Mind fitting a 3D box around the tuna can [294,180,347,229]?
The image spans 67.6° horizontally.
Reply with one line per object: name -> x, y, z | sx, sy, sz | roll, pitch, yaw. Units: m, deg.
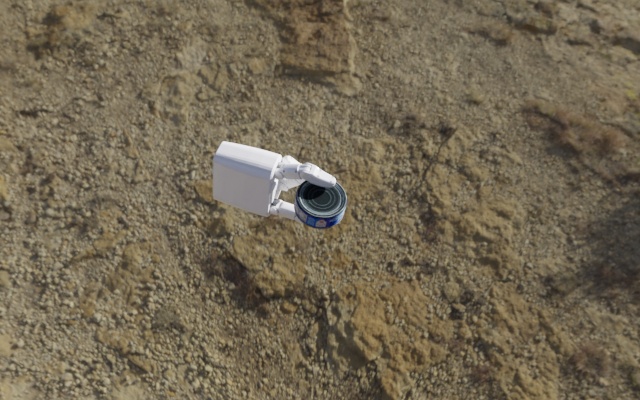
tuna can -> 0.000, 0.002, 0.788 | 0.086, 0.086, 0.034 | 0, -35, -9
